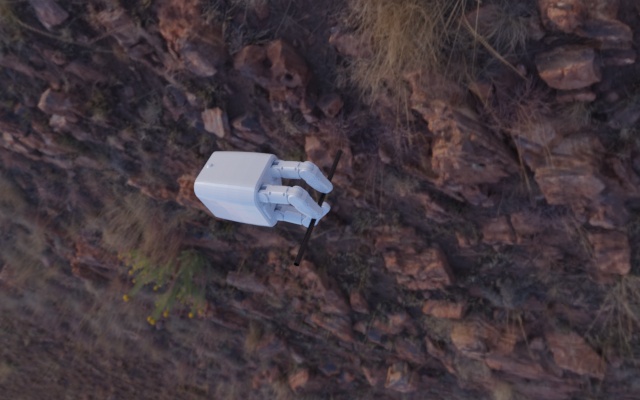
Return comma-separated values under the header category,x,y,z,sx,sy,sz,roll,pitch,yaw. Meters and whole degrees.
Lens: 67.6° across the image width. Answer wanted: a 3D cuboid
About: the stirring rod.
category,x,y,z,sx,sy,sz,roll,pitch,yaw
stirring rod,0.000,0.002,0.734,0.011,0.239,0.011,12,-41,11
